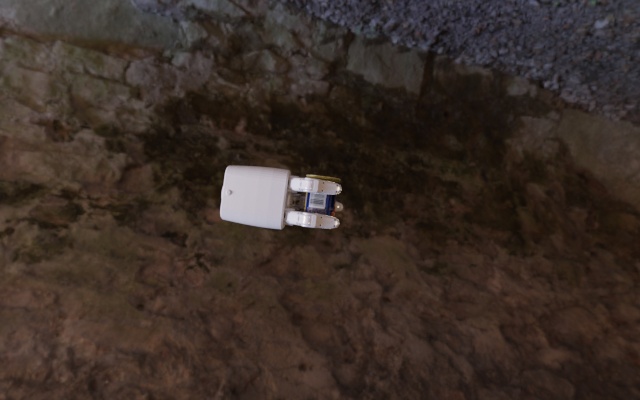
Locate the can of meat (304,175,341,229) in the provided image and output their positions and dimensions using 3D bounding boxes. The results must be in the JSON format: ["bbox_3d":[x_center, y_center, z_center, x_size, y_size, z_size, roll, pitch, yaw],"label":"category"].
[{"bbox_3d":[0.000,0.003,0.819,0.057,0.084,0.102,7,-1,1],"label":"can of meat"}]
